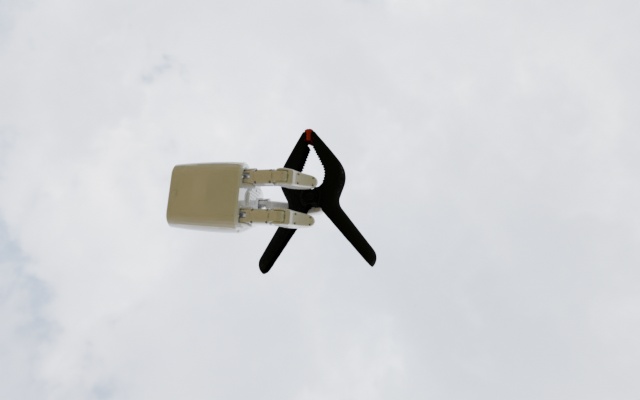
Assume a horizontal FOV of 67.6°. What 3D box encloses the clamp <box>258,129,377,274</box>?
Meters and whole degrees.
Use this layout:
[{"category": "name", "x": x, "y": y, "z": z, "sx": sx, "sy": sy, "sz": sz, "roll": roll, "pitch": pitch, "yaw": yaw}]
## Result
[{"category": "clamp", "x": 0.000, "y": 0.002, "z": 0.673, "sx": 0.164, "sy": 0.210, "sz": 0.036, "roll": 2, "pitch": -12, "yaw": 12}]
